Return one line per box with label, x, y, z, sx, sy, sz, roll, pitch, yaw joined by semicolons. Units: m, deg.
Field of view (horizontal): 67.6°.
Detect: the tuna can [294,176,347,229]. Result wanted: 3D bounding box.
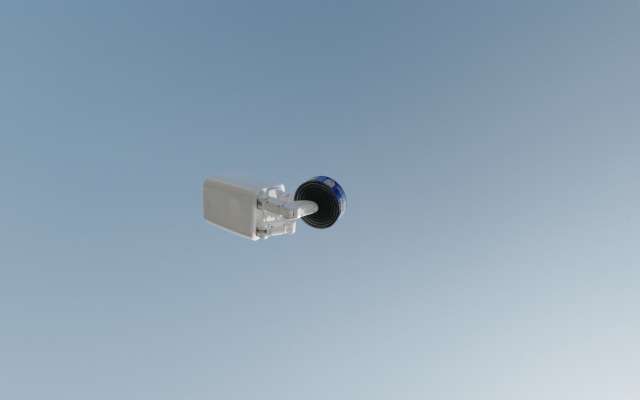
tuna can;0.000;0.002;0.804;0.086;0.086;0.033;0;20;29
